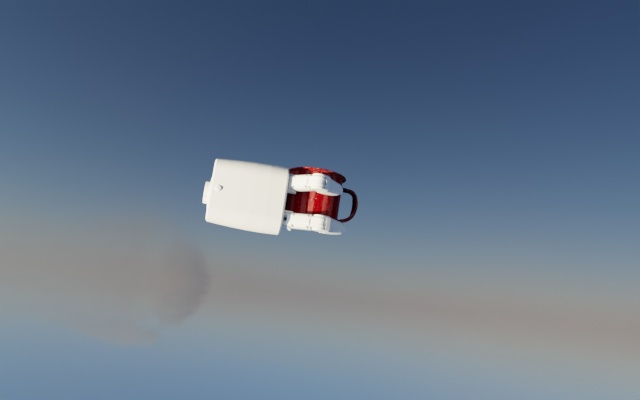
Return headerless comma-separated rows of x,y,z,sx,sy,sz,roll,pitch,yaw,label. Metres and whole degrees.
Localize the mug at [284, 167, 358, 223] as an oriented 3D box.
0.001,0.003,0.738,0.117,0.081,0.093,10,-12,-11,mug
